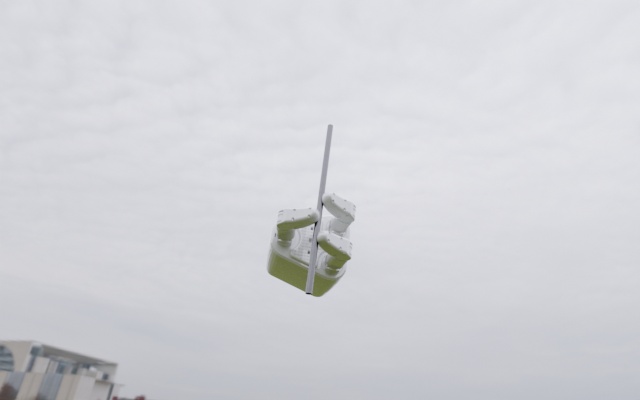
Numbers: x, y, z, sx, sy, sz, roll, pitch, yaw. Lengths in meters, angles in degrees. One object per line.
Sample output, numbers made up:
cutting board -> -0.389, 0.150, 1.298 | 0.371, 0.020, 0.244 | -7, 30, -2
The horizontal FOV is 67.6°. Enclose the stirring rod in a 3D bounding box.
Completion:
stirring rod -> 0.000, 0.002, 0.605 | 0.011, 0.239, 0.011 | 6, -28, 3
